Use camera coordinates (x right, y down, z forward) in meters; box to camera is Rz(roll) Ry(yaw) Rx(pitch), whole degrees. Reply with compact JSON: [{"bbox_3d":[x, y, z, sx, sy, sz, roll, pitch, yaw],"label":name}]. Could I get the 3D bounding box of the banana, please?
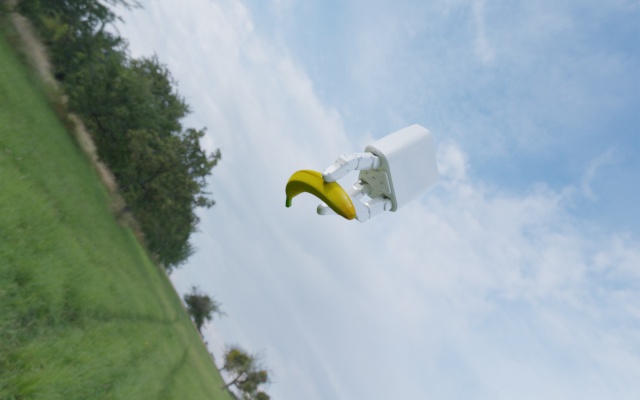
[{"bbox_3d":[-0.007,-0.015,0.756,0.037,0.070,0.198,-26,18,-26],"label":"banana"}]
